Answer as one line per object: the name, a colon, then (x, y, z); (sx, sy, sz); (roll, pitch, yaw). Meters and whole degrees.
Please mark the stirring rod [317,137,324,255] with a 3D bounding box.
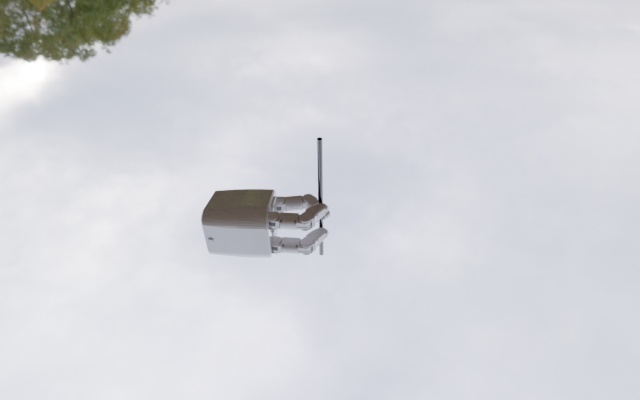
stirring rod: (0.000, 0.002, 0.770); (0.011, 0.240, 0.011); (-1, 40, 0)
